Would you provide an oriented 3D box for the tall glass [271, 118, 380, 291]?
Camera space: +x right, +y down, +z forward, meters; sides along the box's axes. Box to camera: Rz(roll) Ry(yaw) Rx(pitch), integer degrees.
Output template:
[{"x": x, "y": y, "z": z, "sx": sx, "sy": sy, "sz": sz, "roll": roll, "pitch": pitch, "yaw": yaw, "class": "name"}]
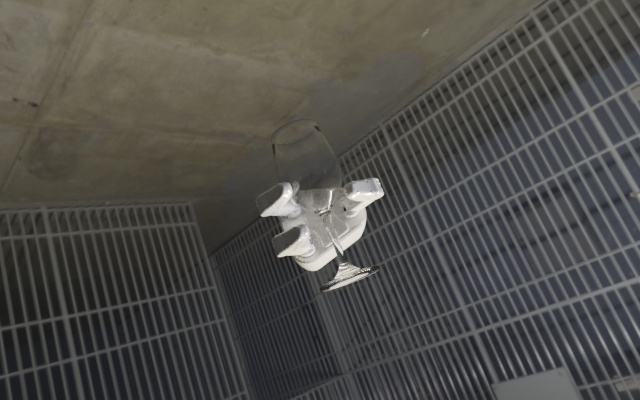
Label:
[{"x": 0.000, "y": 0.002, "z": 0.577, "sx": 0.079, "sy": 0.201, "sz": 0.079, "roll": -19, "pitch": -16, "yaw": -6, "class": "tall glass"}]
